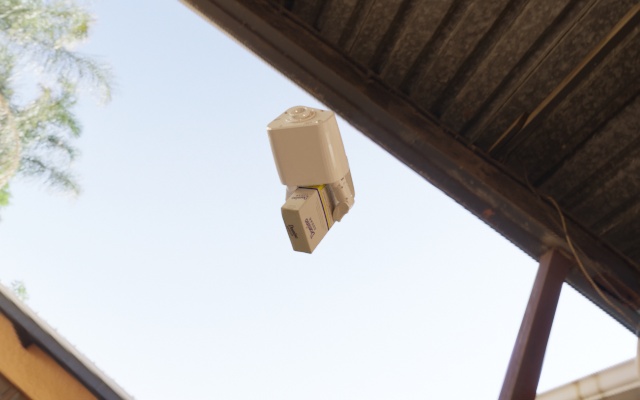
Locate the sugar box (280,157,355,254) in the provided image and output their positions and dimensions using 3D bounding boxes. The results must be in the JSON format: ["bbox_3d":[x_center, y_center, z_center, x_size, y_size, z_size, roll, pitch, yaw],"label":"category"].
[{"bbox_3d":[0.000,0.003,0.838,0.048,0.093,0.176,8,38,33],"label":"sugar box"}]
